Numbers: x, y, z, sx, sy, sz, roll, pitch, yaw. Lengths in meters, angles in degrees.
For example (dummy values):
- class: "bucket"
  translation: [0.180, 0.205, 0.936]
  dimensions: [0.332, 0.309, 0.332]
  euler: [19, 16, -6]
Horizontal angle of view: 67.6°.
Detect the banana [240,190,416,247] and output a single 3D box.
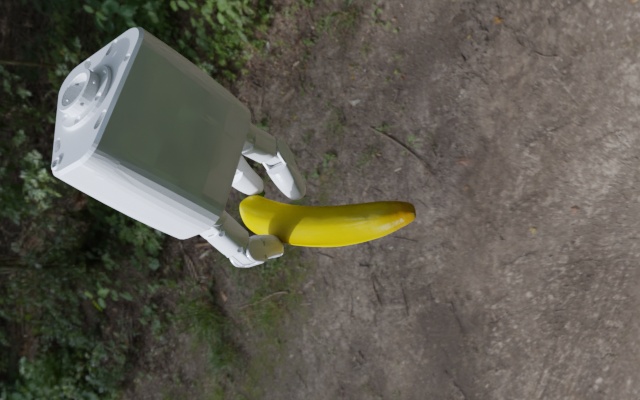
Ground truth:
- class: "banana"
  translation: [-0.012, 0.014, 0.446]
  dimensions: [0.198, 0.037, 0.069]
  euler: [9, 49, 37]
